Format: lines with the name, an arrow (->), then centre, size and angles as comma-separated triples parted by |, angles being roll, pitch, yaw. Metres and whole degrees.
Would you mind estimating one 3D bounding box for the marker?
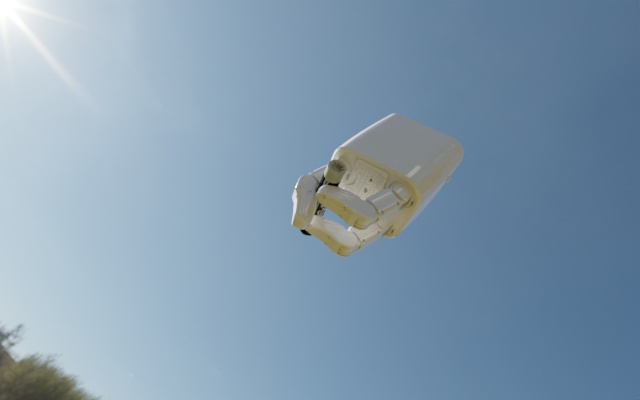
marker -> 0.000, 0.002, 0.503 | 0.020, 0.020, 0.121 | 0, -34, -19
